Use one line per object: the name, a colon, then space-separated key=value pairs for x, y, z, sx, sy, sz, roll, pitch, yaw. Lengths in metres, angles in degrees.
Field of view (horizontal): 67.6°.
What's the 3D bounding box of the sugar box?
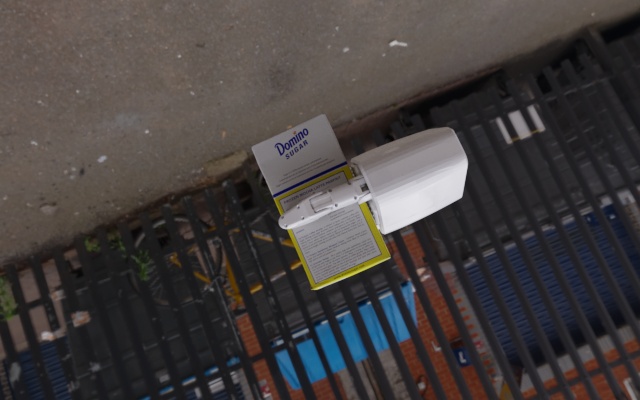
sugar box: x=0.000 y=0.002 z=0.537 sx=0.093 sy=0.176 sz=0.048 roll=-24 pitch=-11 yaw=3
